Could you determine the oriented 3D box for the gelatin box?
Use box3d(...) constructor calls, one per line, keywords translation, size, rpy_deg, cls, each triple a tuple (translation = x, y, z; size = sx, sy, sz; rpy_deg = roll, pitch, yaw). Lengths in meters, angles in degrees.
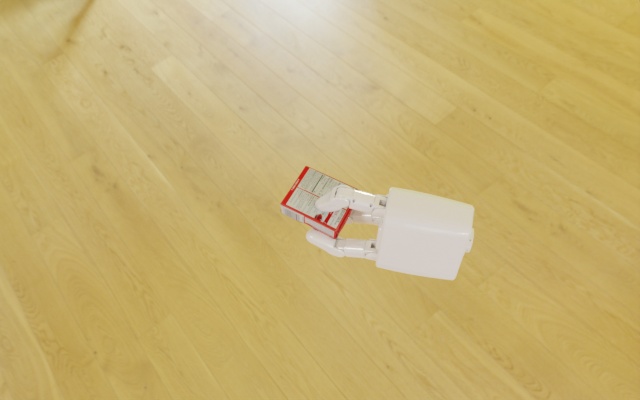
box3d(translation=(0.000, 0.002, 0.660), size=(0.089, 0.073, 0.030), rpy_deg=(25, -27, 11), cls="gelatin box")
